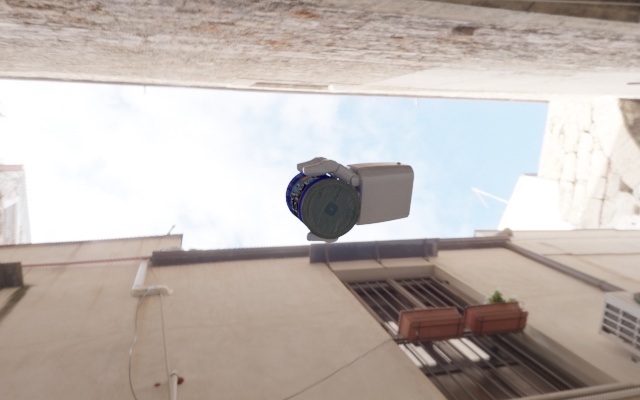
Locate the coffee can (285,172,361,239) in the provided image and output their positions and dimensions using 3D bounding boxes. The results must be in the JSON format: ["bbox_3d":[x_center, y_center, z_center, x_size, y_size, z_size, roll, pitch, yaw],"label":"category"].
[{"bbox_3d":[0.000,0.003,0.856,0.103,0.103,0.140,0,10,-16],"label":"coffee can"}]
